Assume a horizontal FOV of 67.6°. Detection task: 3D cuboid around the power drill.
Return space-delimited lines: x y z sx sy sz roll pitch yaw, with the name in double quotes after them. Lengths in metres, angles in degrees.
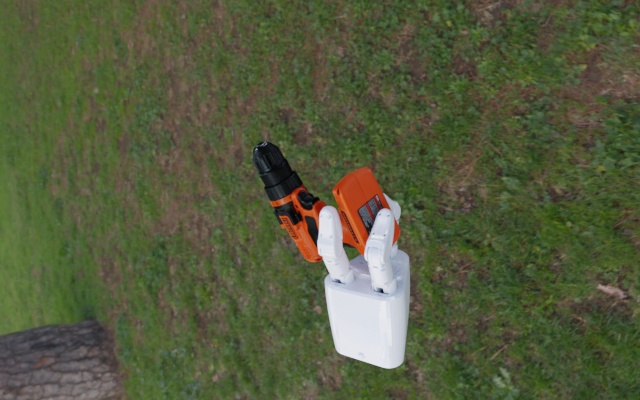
0.000 0.002 0.599 0.057 0.184 0.187 -39 21 -26 "power drill"
